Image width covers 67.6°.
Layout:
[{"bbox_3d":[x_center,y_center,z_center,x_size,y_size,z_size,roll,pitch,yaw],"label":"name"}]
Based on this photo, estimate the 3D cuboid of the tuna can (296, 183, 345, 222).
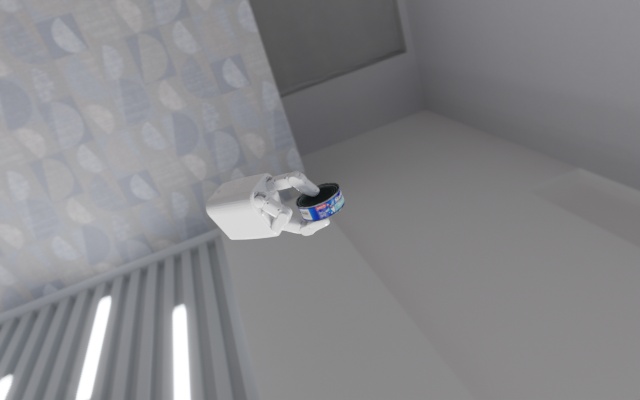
[{"bbox_3d":[0.000,0.003,0.874,0.086,0.034,0.086,-20,23,9],"label":"tuna can"}]
